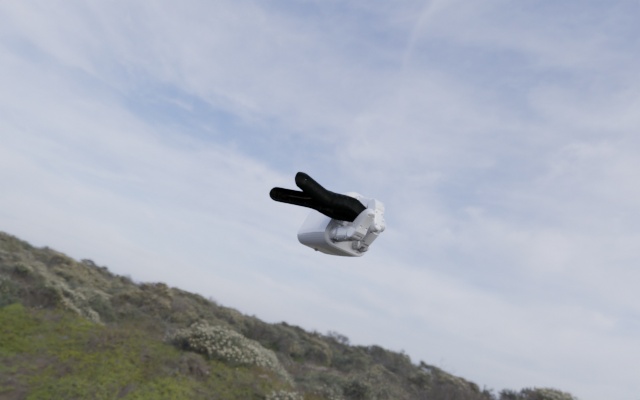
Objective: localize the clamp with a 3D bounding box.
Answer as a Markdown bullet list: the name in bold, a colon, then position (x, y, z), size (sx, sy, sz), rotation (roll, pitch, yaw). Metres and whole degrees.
- **clamp**: position (0.000, 0.002, 0.799), size (0.171, 0.039, 0.120), rotation (27, -18, -29)
